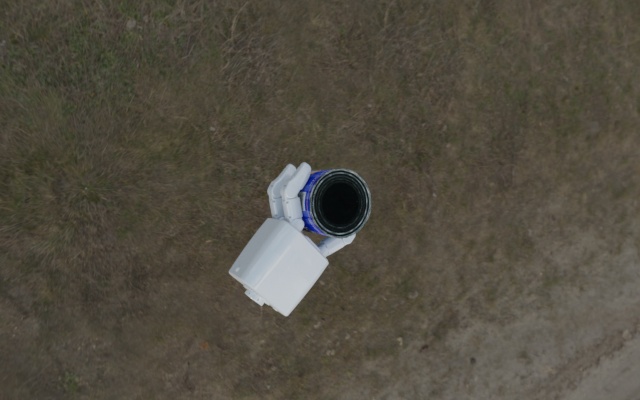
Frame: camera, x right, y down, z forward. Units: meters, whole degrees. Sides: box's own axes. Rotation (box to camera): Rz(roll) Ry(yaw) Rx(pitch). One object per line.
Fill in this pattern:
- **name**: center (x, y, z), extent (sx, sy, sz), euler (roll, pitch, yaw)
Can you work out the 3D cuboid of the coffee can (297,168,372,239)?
- **coffee can**: center (0.000, 0.002, 0.754), extent (0.103, 0.103, 0.140), euler (0, 1, -26)
